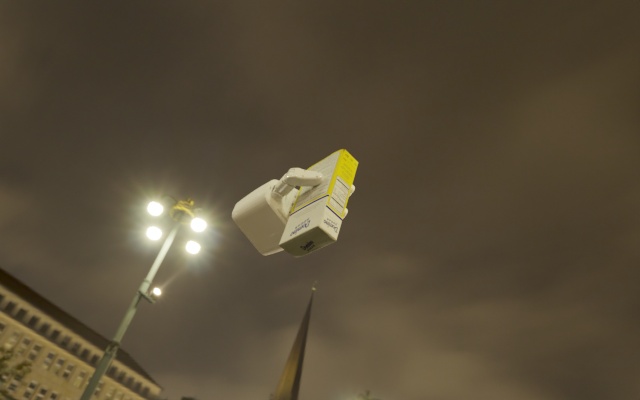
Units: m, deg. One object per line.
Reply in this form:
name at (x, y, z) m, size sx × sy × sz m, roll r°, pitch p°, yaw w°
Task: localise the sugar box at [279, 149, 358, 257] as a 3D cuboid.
sugar box at (0.000, 0.003, 0.764) m, size 0.048 × 0.176 × 0.093 m, roll 40°, pitch -45°, yaw -25°
